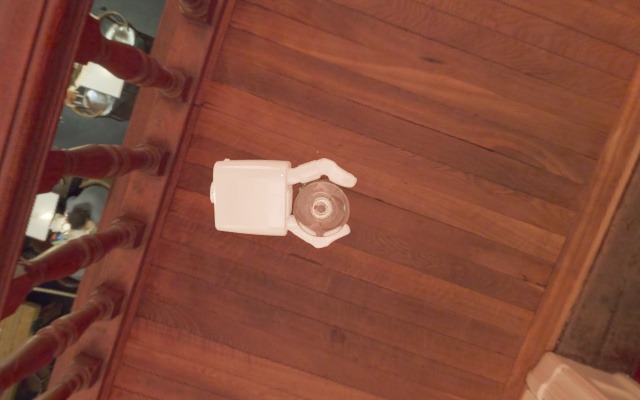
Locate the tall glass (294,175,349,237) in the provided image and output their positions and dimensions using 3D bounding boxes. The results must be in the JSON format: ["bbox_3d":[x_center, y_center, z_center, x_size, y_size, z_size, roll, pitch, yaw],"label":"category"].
[{"bbox_3d":[0.000,0.003,0.729,0.079,0.079,0.201,0,6,0],"label":"tall glass"}]
